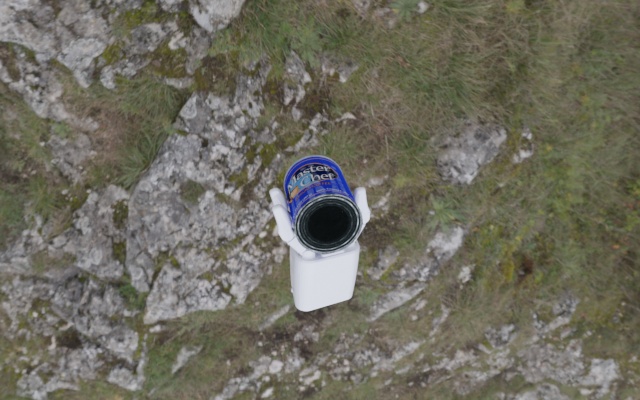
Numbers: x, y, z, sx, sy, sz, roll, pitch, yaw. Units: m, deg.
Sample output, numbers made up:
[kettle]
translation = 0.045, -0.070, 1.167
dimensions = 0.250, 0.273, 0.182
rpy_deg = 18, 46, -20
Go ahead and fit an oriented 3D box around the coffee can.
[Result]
[coffee can]
translation = 0.000, 0.002, 0.752
dimensions = 0.103, 0.103, 0.140
rpy_deg = 0, 29, -11
